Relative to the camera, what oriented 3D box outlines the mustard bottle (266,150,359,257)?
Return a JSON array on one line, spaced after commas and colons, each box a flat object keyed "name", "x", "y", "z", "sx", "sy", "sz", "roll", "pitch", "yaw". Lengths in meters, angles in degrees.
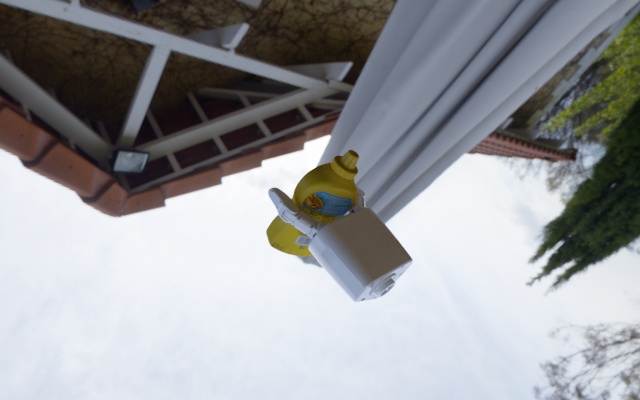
[{"name": "mustard bottle", "x": 0.000, "y": 0.002, "z": 0.721, "sx": 0.096, "sy": 0.192, "sz": 0.058, "roll": 14, "pitch": 36, "yaw": -32}]
